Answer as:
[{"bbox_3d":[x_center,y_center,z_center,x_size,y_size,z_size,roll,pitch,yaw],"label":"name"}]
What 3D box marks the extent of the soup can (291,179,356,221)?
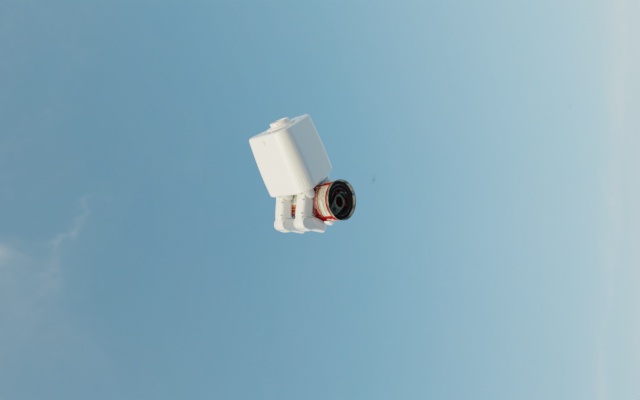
[{"bbox_3d":[0.000,0.003,0.812,0.068,0.068,0.102,0,-4,-45],"label":"soup can"}]
